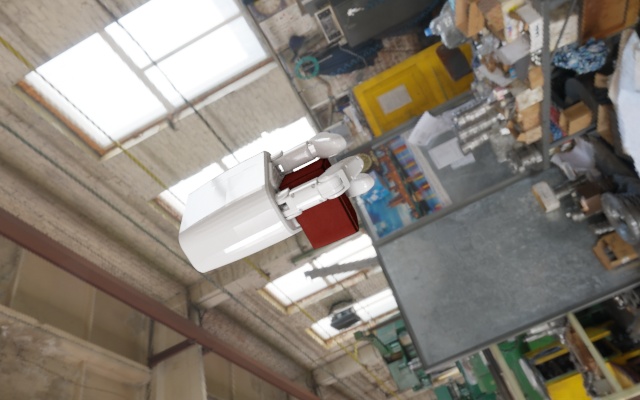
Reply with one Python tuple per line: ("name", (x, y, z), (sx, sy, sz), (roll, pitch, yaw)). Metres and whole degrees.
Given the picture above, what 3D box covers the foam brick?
("foam brick", (0.000, 0.002, 0.500), (0.051, 0.078, 0.053), (-26, 14, 10))
